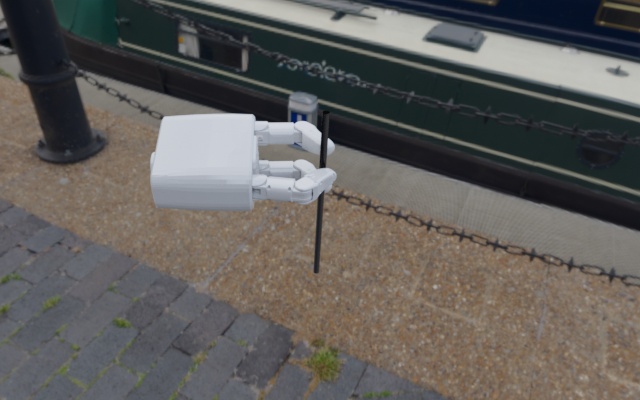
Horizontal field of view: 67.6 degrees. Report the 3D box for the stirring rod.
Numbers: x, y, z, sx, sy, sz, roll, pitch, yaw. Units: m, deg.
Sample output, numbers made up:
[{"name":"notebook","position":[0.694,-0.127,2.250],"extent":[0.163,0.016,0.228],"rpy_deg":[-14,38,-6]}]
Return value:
[{"name":"stirring rod","position":[0.000,0.002,0.577],"extent":[0.011,0.240,0.011],"rpy_deg":[2,38,-2]}]
